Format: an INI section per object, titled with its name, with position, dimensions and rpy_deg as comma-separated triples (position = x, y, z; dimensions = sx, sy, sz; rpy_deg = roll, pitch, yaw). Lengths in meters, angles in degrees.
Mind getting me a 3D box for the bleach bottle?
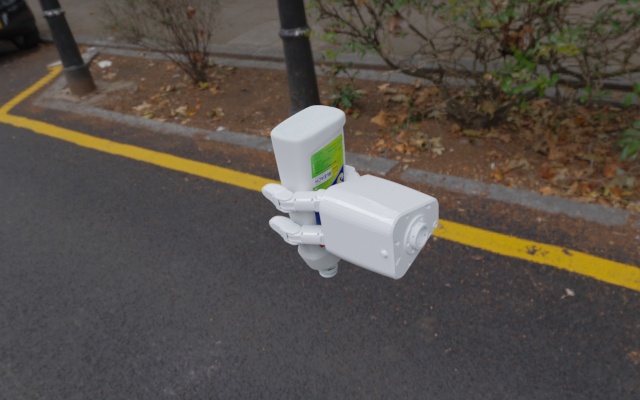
[bleach bottle]
position = 0.000, 0.002, 0.675
dimensions = 0.068, 0.251, 0.102
rpy_deg = 20, 44, 37
